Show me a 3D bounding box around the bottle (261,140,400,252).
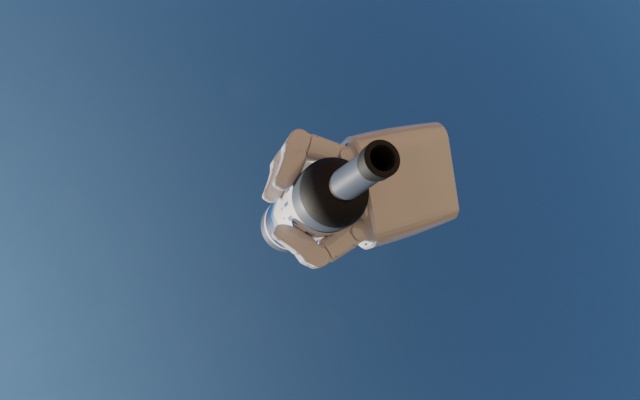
[{"bbox_3d":[0.000,0.002,0.466,0.069,0.069,0.296,0,-12,-17],"label":"bottle"}]
